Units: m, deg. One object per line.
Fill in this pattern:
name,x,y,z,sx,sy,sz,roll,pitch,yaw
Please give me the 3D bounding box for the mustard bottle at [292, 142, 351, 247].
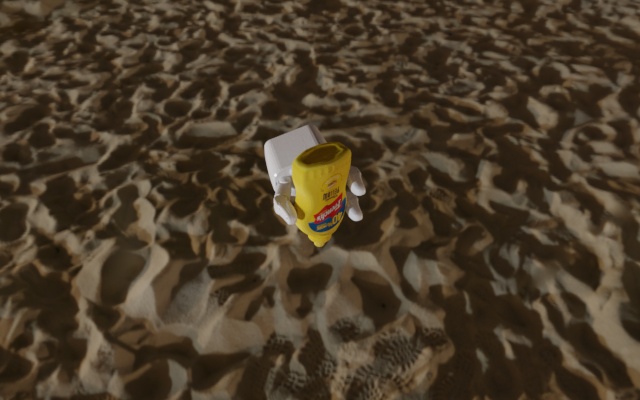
mustard bottle,0.000,0.003,0.782,0.096,0.192,0.058,-28,49,-31
